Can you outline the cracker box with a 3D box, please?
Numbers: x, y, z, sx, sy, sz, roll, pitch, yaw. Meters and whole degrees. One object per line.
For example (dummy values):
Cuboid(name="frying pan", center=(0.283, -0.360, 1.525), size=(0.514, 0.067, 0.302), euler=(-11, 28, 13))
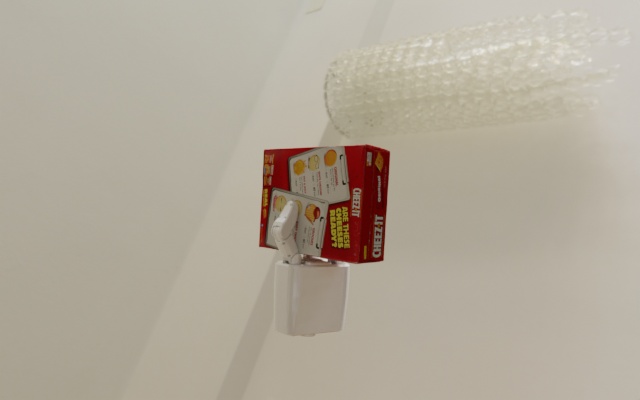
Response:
Cuboid(name="cracker box", center=(0.000, 0.002, 0.735), size=(0.213, 0.164, 0.072), euler=(3, 0, 43))
